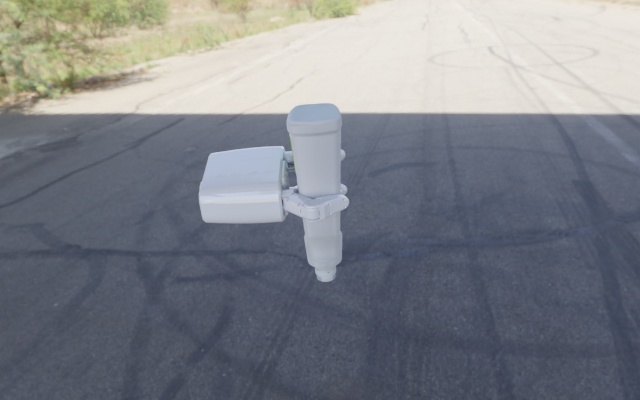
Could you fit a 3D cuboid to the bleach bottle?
[{"bbox_3d":[0.000,0.002,0.648,0.068,0.251,0.102,-3,24,2],"label":"bleach bottle"}]
